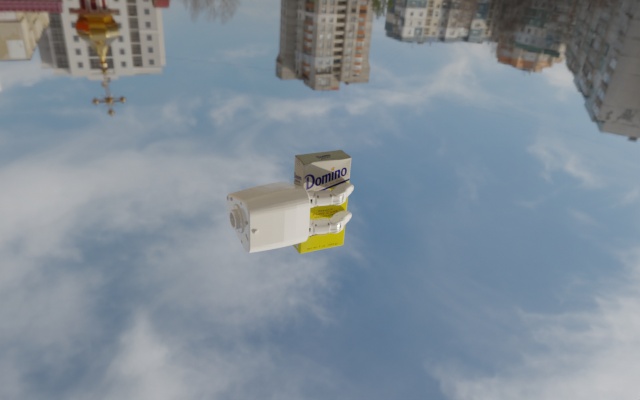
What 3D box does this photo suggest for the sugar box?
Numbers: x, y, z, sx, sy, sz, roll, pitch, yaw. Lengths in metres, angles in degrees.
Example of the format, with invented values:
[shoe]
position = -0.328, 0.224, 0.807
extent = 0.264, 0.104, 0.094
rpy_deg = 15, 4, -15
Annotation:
[sugar box]
position = 0.000, 0.003, 0.847
extent = 0.093, 0.176, 0.048
rpy_deg = -10, 32, -24
